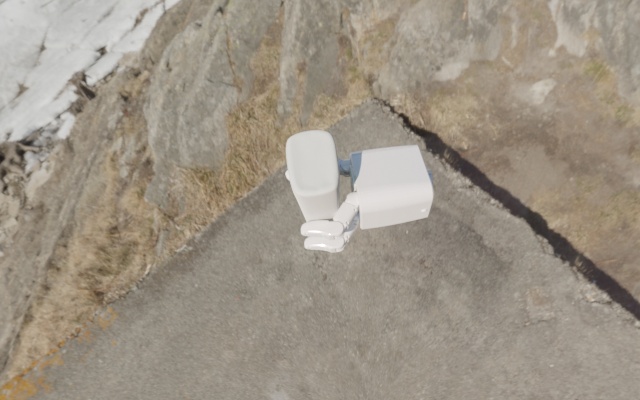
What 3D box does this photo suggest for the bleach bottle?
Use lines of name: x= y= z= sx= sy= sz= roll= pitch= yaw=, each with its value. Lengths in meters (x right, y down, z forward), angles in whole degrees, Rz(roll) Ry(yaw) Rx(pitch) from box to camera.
bleach bottle: x=0.000 y=0.002 z=0.733 sx=0.068 sy=0.102 sz=0.251 roll=-8 pitch=-25 yaw=2
